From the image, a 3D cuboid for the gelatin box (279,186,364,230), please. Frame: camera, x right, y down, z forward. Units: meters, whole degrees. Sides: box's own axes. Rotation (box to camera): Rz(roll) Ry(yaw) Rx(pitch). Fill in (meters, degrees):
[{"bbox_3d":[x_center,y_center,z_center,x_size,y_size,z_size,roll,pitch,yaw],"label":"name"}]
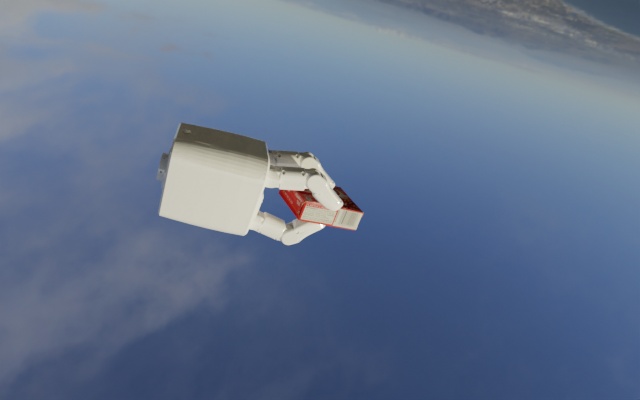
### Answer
[{"bbox_3d":[0.000,0.002,0.611,0.089,0.030,0.073,12,22,-30],"label":"gelatin box"}]
